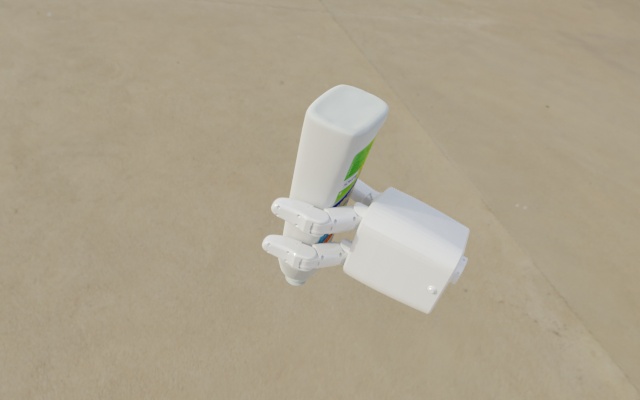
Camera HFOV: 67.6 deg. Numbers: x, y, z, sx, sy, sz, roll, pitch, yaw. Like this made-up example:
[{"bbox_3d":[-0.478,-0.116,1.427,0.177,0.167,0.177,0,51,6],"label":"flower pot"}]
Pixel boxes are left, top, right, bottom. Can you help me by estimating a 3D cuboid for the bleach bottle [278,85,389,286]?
[{"bbox_3d":[0.000,0.002,0.549,0.068,0.251,0.102,27,40,13],"label":"bleach bottle"}]
